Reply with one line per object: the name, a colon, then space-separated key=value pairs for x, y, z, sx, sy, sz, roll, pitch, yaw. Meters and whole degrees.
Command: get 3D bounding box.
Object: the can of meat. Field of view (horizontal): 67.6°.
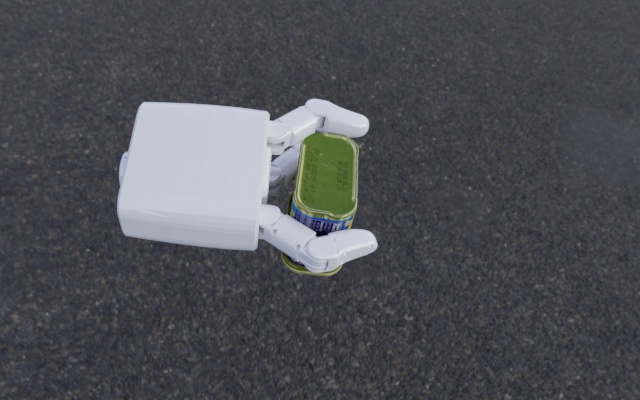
can of meat: x=0.000 y=0.001 z=0.427 sx=0.057 sy=0.102 sz=0.084 roll=8 pitch=-41 yaw=-4
